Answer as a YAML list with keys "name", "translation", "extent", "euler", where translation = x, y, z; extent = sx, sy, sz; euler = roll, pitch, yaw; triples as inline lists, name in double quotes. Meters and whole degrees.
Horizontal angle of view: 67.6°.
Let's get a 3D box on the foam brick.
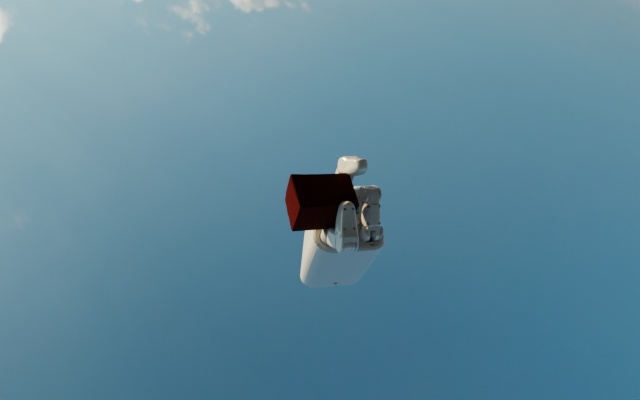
- name: "foam brick"
  translation: [0.000, 0.002, 0.590]
  extent: [0.078, 0.053, 0.051]
  euler: [-2, -36, -19]
